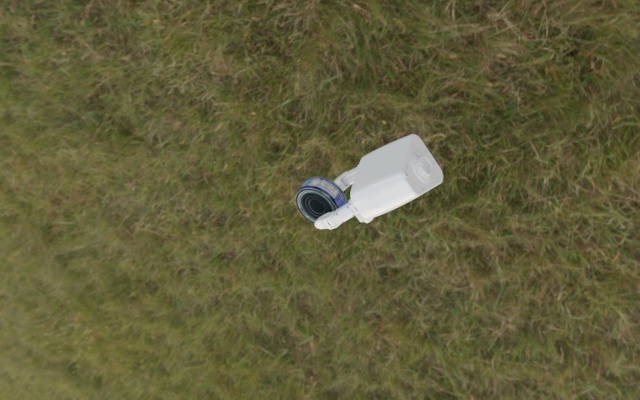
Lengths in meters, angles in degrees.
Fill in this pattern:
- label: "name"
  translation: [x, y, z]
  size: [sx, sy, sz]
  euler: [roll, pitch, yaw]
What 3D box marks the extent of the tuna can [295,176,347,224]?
- label: "tuna can"
  translation: [0.000, 0.003, 0.824]
  size: [0.086, 0.086, 0.033]
  euler: [0, 36, 35]
